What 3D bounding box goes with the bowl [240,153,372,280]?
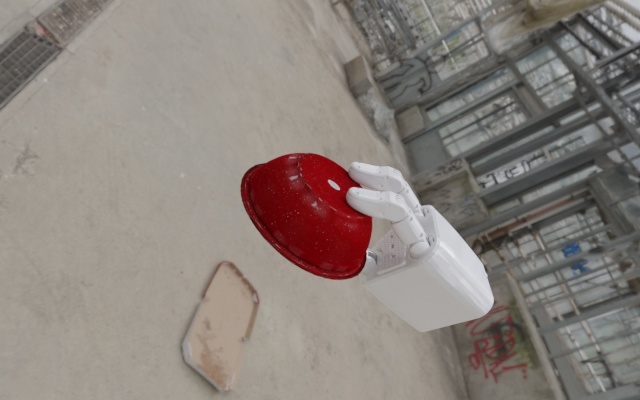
[{"bbox_3d":[-0.001,0.001,0.496,0.162,0.162,0.055,0,-42,-51],"label":"bowl"}]
